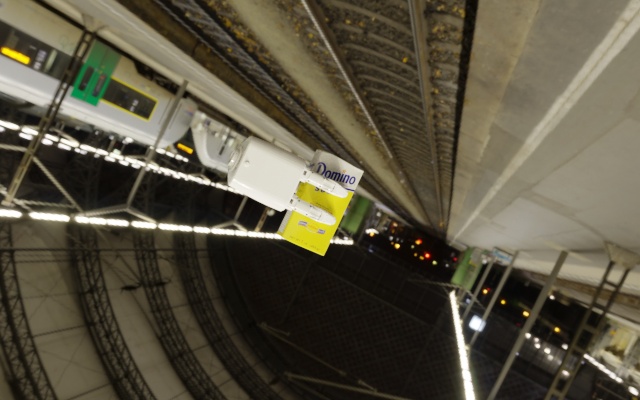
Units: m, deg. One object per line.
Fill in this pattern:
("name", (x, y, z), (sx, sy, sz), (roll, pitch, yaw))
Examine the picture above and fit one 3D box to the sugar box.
("sugar box", (0.000, 0.003, 0.886), (0.093, 0.176, 0.048), (25, 1, -20))
